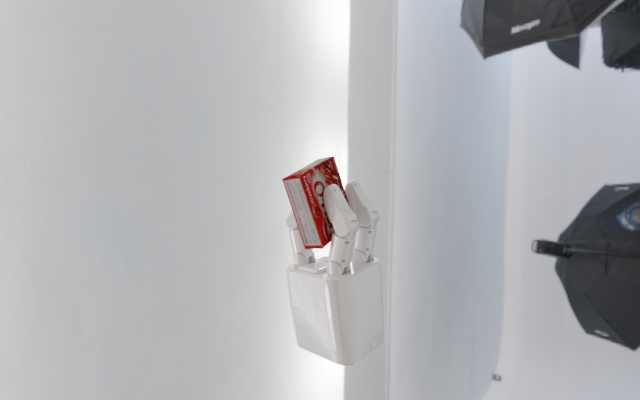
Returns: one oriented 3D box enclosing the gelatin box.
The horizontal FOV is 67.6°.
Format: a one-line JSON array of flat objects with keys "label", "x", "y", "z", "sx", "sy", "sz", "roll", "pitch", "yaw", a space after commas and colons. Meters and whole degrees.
[{"label": "gelatin box", "x": 0.000, "y": 0.002, "z": 0.554, "sx": 0.030, "sy": 0.089, "sz": 0.073, "roll": -8, "pitch": 17, "yaw": 38}]
